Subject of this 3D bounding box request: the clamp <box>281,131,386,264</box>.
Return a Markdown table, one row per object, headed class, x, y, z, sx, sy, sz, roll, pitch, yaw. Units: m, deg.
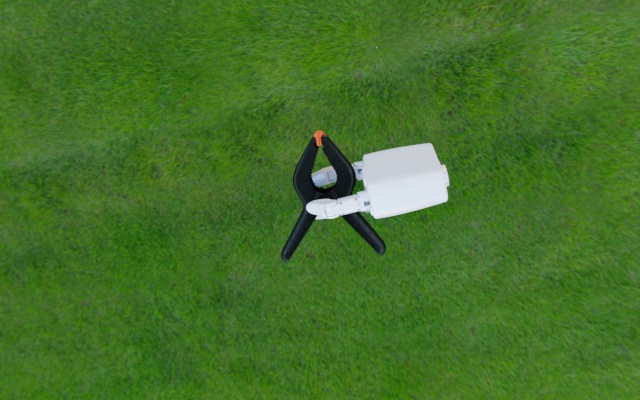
| class | x | y | z | sx | sy | sz | roll | pitch | yaw |
| --- | --- | --- | --- | --- | --- | --- | --- | --- | --- |
| clamp | 0.000 | 0.002 | 0.727 | 0.164 | 0.210 | 0.036 | -12 | 16 | 6 |
